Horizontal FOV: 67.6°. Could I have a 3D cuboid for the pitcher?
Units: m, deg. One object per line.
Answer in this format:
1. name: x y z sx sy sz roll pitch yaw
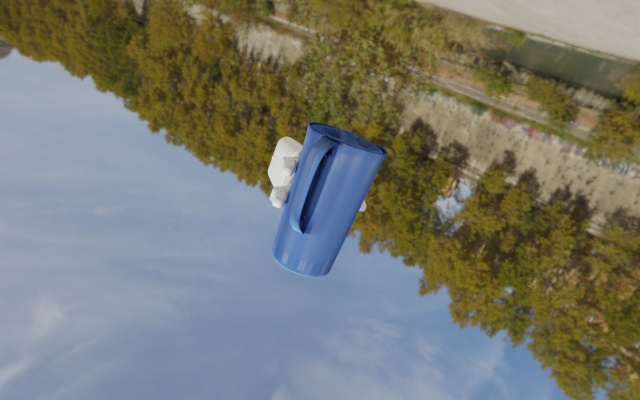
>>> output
1. pitcher: 0.000 0.003 0.785 0.149 0.243 0.145 13 18 -25
